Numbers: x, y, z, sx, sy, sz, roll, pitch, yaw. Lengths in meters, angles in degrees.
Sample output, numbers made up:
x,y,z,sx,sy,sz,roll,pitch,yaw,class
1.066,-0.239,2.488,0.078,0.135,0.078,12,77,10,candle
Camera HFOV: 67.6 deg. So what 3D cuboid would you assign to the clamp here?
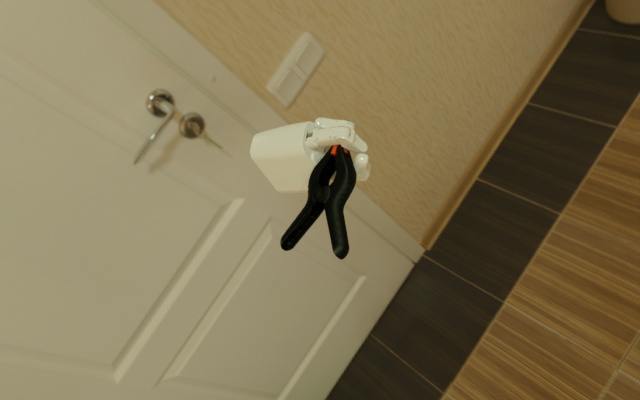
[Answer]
x,y,z,sx,sy,sz,roll,pitch,yaw,class
0.000,0.002,0.681,0.120,0.171,0.039,-4,-27,34,clamp
